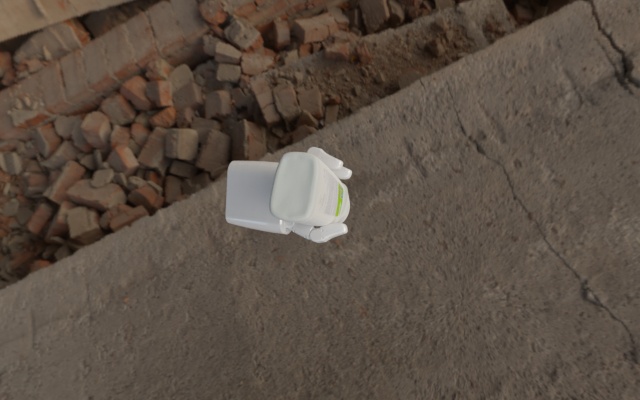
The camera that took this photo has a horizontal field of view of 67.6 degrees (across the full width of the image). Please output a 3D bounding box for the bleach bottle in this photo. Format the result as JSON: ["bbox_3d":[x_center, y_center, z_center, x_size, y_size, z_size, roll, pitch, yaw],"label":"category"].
[{"bbox_3d":[0.000,0.002,0.767,0.068,0.102,0.251,8,-9,18],"label":"bleach bottle"}]
